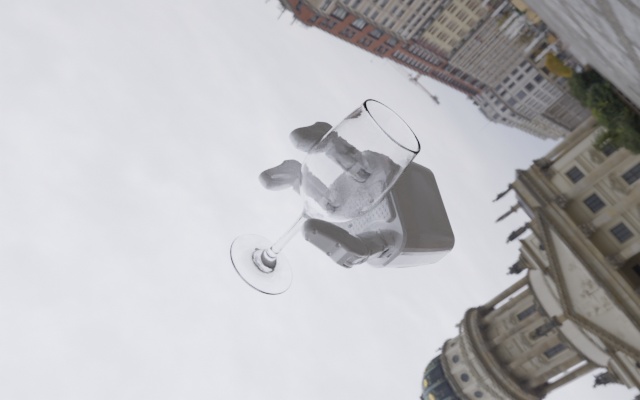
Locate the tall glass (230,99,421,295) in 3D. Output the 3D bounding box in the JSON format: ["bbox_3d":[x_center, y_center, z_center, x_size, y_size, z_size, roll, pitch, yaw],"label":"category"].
[{"bbox_3d":[0.000,0.002,0.439,0.079,0.079,0.201,0,-39,-51],"label":"tall glass"}]
